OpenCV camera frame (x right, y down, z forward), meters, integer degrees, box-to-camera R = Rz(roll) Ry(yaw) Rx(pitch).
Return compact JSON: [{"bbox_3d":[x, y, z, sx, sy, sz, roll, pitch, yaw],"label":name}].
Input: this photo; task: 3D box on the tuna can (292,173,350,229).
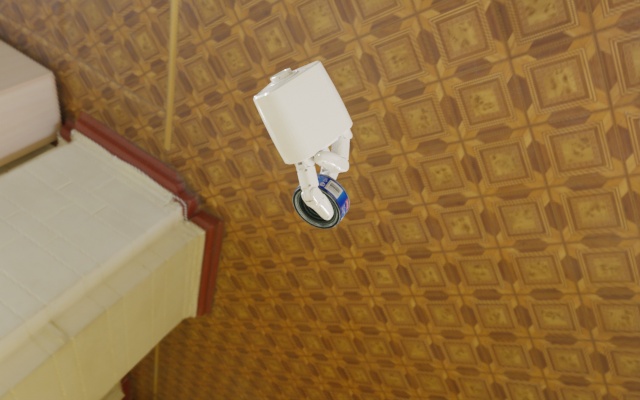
[{"bbox_3d":[0.000,0.003,0.740,0.086,0.086,0.033,0,36,34],"label":"tuna can"}]
